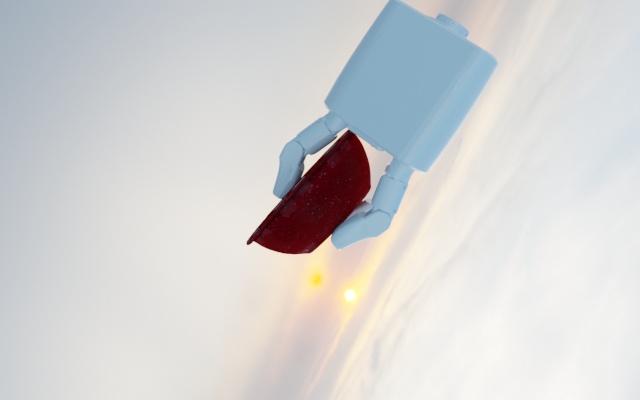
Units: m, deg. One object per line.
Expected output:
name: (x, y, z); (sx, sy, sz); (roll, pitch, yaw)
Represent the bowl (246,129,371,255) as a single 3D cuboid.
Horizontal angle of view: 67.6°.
bowl: (0.000, 0.003, 0.479); (0.055, 0.162, 0.162); (43, -1, -1)
